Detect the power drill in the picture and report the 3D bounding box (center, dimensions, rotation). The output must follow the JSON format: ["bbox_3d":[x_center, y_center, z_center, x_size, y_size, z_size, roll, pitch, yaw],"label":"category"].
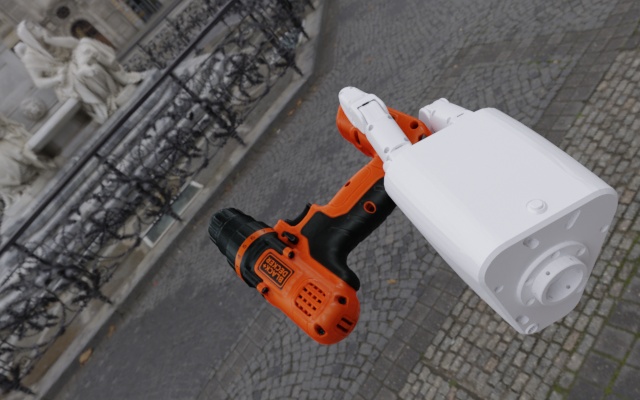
[{"bbox_3d":[0.000,0.001,0.410,0.184,0.187,0.057,32,-6,40],"label":"power drill"}]
